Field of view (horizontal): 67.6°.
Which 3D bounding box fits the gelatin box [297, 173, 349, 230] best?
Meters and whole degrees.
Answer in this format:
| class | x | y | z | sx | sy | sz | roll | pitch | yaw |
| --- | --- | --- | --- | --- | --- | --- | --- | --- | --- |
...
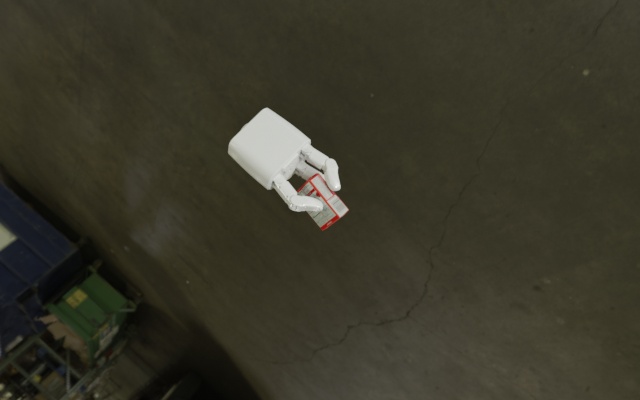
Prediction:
| class | x | y | z | sx | sy | sz | roll | pitch | yaw |
| --- | --- | --- | --- | --- | --- | --- | --- | --- | --- |
| gelatin box | 0.000 | 0.003 | 0.868 | 0.030 | 0.089 | 0.073 | -38 | -2 | -34 |
